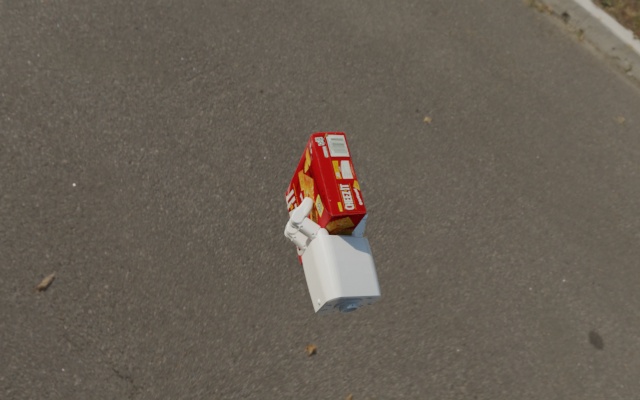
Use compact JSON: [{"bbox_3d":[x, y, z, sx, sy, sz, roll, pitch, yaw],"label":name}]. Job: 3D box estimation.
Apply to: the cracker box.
[{"bbox_3d":[0.000,0.003,0.873,0.072,0.164,0.214,-3,-27,-20],"label":"cracker box"}]
